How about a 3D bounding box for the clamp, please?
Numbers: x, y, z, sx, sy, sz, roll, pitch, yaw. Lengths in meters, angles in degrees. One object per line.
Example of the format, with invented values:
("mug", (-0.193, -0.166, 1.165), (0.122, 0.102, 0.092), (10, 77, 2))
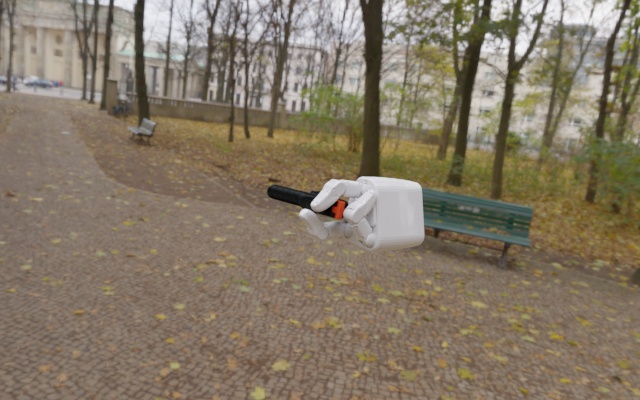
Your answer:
("clamp", (0.000, 0.002, 0.790), (0.120, 0.039, 0.171), (0, 13, -35))
